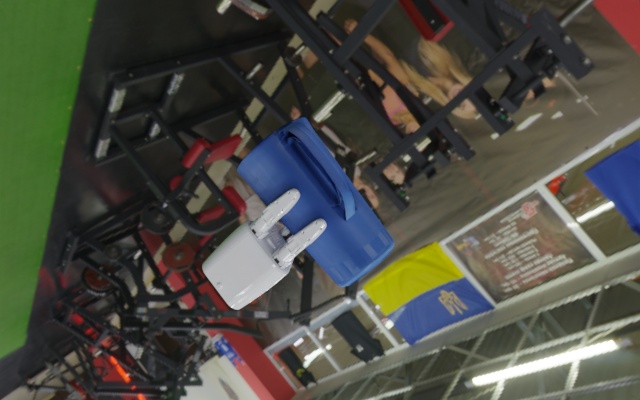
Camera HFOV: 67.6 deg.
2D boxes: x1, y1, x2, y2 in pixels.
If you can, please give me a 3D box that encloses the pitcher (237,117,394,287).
[{"bbox_3d":[0.000,0.002,0.709,0.145,0.243,0.149,-40,-4,19],"label":"pitcher"}]
